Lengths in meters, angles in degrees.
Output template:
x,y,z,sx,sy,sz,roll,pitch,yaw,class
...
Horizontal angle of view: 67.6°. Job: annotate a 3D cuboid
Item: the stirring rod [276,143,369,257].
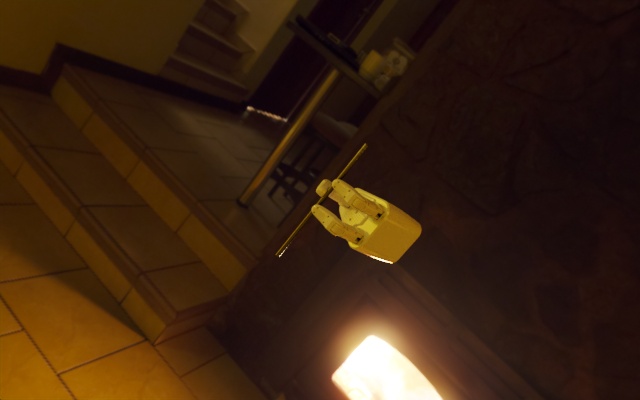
x,y,z,sx,sy,sz,roll,pitch,yaw,class
0.000,0.003,0.781,0.011,0.239,0.011,36,15,-11,stirring rod
